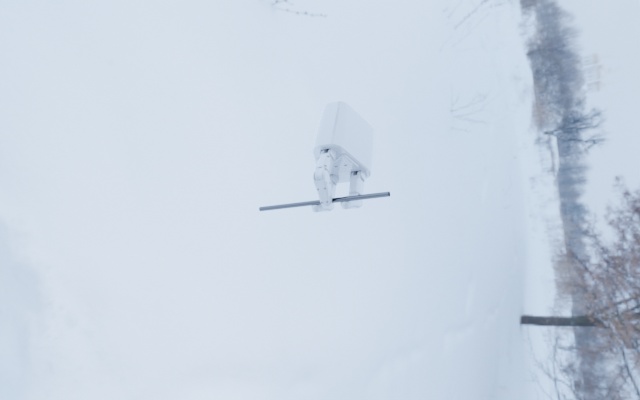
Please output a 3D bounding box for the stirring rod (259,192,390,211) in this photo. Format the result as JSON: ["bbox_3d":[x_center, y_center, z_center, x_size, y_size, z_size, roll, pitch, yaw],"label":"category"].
[{"bbox_3d":[0.000,0.003,0.798,0.239,0.011,0.011,-7,-3,26],"label":"stirring rod"}]
